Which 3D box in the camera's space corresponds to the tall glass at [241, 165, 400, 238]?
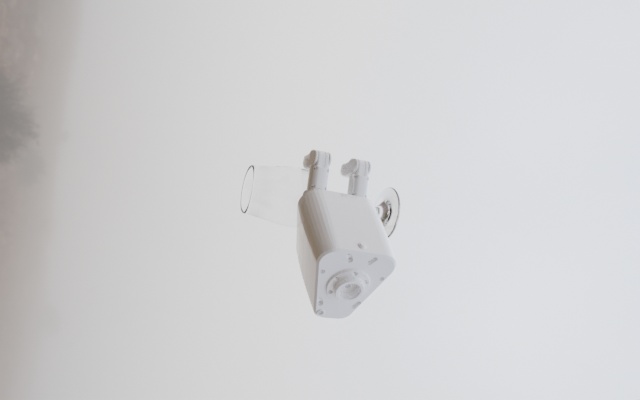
[{"bbox_3d":[0.001,0.002,0.631,0.201,0.079,0.079,10,-4,-20],"label":"tall glass"}]
